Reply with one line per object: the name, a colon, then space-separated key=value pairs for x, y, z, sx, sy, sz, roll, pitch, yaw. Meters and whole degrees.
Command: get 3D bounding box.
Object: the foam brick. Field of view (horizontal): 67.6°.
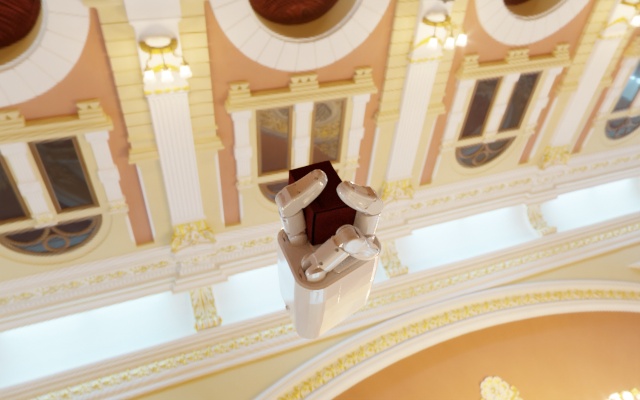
foam brick: x=0.000 y=0.001 z=0.538 sx=0.053 sy=0.051 sz=0.078 roll=-13 pitch=46 yaw=-18
